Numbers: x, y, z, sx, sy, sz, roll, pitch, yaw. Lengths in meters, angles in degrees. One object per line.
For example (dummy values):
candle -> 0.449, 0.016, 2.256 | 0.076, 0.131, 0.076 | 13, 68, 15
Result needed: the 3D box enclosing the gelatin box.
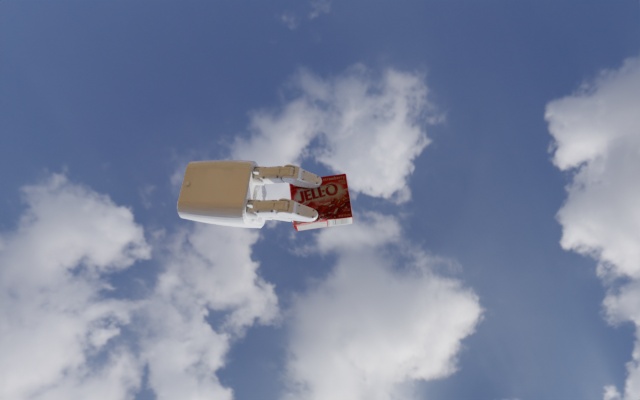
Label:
gelatin box -> 0.000, 0.002, 0.718 | 0.089, 0.073, 0.030 | -7, -24, 0
